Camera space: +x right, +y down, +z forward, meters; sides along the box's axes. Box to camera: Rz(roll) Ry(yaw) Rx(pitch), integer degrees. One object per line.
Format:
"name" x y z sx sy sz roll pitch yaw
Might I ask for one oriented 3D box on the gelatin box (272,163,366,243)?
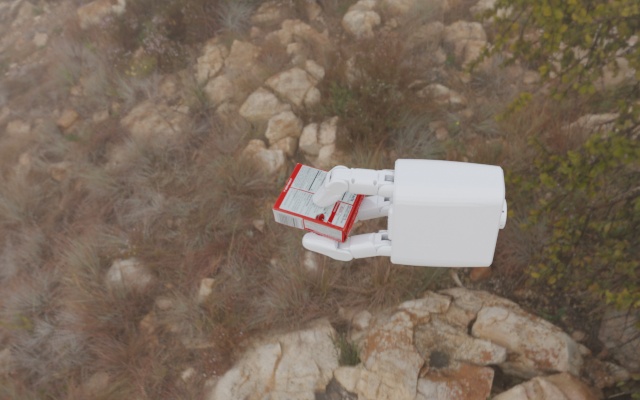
"gelatin box" 0.000 0.001 0.549 0.089 0.073 0.030 16 -34 14
